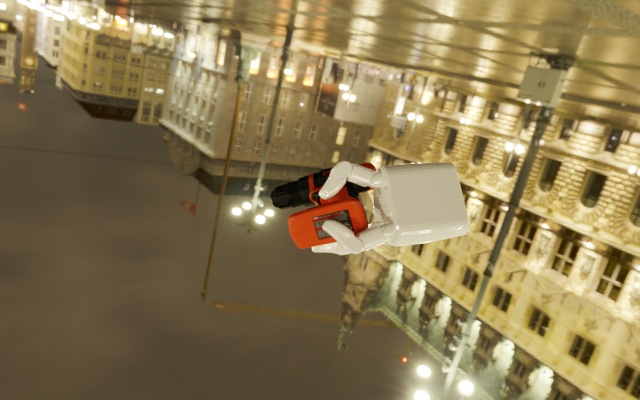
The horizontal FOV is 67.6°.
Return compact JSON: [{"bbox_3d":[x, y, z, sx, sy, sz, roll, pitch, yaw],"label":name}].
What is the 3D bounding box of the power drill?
[{"bbox_3d":[0.000,0.003,0.726,0.184,0.057,0.187,-15,22,10],"label":"power drill"}]
